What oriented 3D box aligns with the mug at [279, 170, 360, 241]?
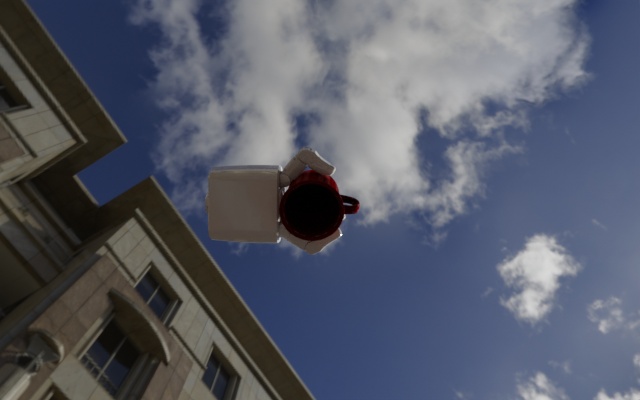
[{"bbox_3d":[0.002,0.002,0.714,0.117,0.093,0.081,1,19,1],"label":"mug"}]
